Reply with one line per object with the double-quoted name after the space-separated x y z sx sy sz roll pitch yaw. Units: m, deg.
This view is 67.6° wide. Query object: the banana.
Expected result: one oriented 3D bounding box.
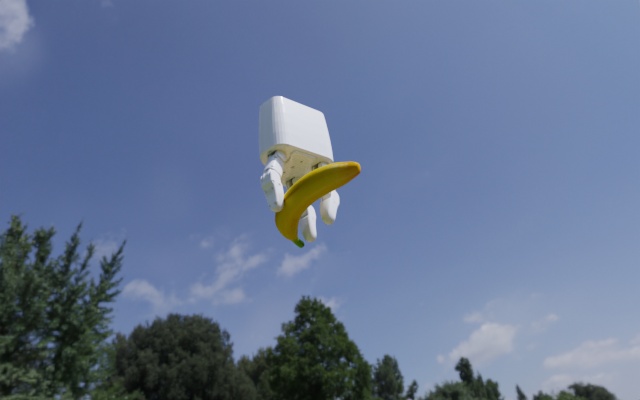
-0.018 0.001 0.673 0.069 0.037 0.198 11 -39 -23 "banana"
